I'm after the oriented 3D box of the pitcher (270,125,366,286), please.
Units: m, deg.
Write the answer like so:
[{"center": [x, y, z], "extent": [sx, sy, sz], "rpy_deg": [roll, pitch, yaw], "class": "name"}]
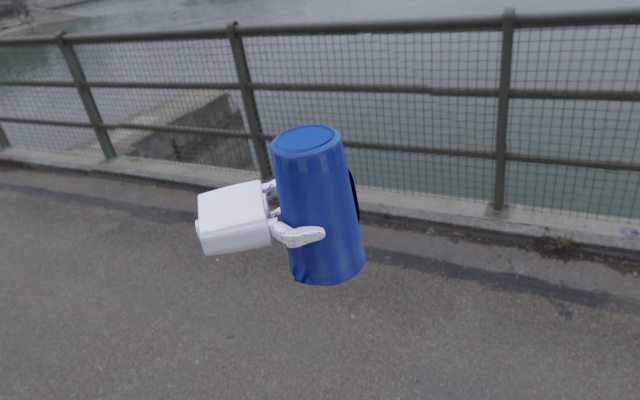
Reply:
[{"center": [0.000, 0.003, 0.775], "extent": [0.145, 0.243, 0.149], "rpy_deg": [-12, 31, -4], "class": "pitcher"}]
